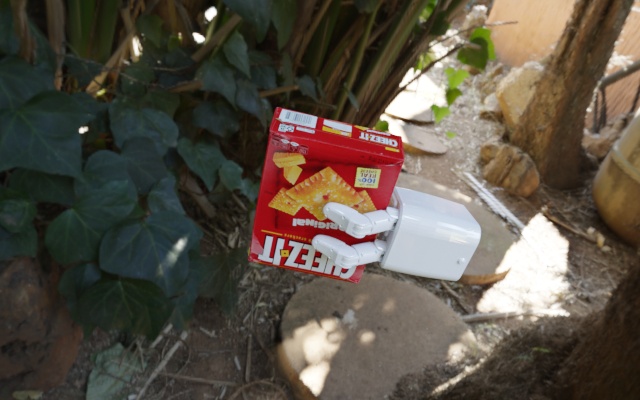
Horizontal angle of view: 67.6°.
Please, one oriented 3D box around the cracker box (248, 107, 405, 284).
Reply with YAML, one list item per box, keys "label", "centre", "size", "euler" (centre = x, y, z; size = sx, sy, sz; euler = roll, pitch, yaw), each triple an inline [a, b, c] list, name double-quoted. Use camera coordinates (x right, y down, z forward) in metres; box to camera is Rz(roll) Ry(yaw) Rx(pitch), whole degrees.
- label: "cracker box"
  centre: [0.000, 0.002, 0.630]
  size: [0.164, 0.214, 0.072]
  euler: [13, 35, -3]
